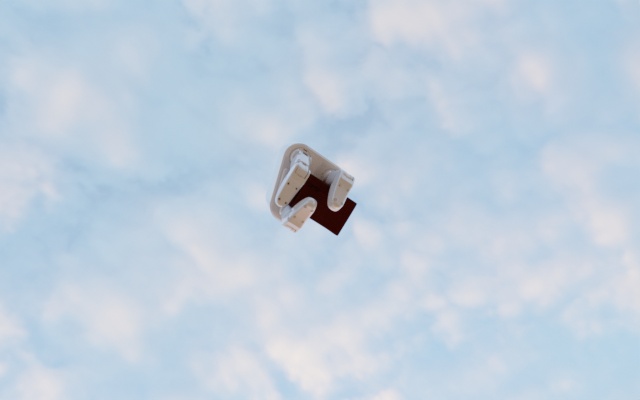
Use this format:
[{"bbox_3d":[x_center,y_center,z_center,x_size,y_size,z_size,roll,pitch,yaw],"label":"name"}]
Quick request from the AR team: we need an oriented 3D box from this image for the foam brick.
[{"bbox_3d":[0.000,0.002,0.647,0.078,0.053,0.051,33,1,-15],"label":"foam brick"}]
